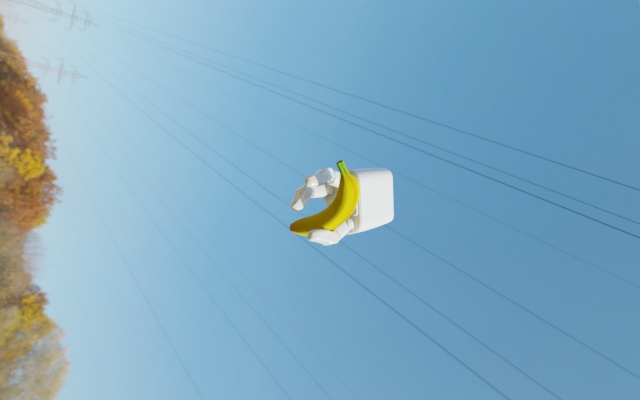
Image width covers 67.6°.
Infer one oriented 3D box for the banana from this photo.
[{"bbox_3d":[0.014,0.014,0.802,0.037,0.069,0.198,-30,-16,-46],"label":"banana"}]
